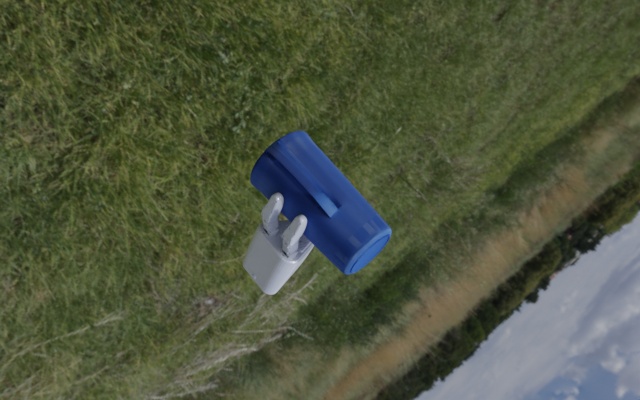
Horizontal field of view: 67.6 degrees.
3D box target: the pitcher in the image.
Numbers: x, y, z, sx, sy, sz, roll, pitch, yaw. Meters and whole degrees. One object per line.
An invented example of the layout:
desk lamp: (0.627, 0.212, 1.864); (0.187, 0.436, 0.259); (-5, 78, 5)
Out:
pitcher: (0.000, 0.003, 0.805); (0.242, 0.145, 0.149); (46, 40, 19)
